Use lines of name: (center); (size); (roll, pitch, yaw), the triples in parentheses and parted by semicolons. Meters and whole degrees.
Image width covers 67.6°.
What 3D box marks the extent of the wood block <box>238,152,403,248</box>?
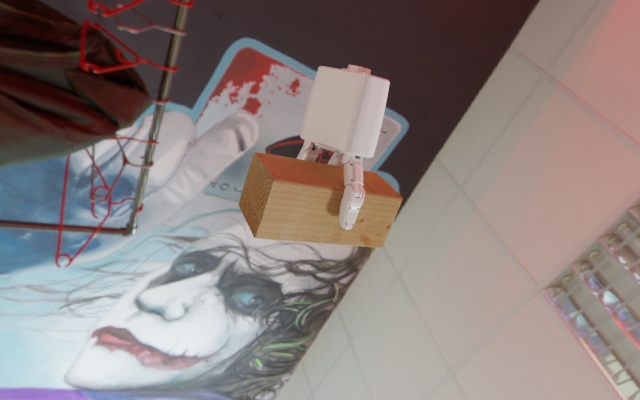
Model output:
wood block: (0.000, 0.002, 0.687); (0.206, 0.090, 0.090); (7, 26, -29)
